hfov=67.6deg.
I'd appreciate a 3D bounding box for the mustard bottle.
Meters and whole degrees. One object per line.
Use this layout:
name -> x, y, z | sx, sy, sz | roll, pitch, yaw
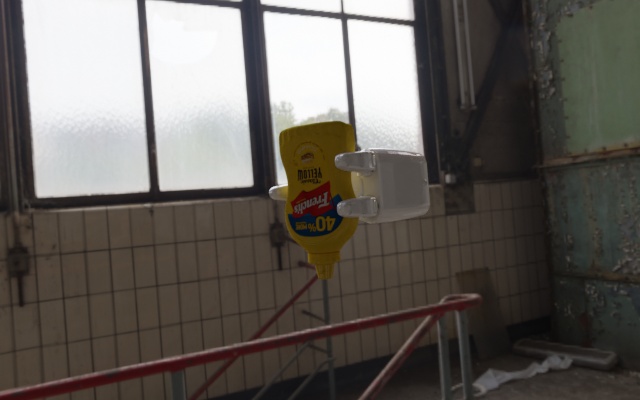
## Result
mustard bottle -> 0.000, 0.002, 0.598 | 0.096, 0.191, 0.058 | -5, -1, 26
